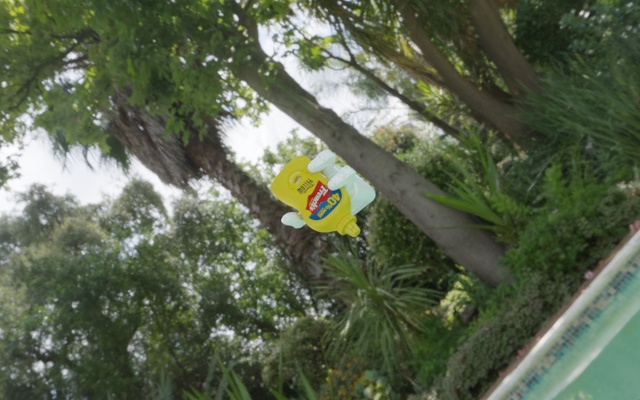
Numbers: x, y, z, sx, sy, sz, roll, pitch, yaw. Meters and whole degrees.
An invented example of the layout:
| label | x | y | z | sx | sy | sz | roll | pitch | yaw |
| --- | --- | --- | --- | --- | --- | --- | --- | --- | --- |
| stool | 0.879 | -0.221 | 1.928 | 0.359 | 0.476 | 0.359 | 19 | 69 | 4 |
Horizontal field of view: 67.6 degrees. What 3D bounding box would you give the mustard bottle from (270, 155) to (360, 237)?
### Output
| label | x | y | z | sx | sy | sz | roll | pitch | yaw |
| --- | --- | --- | --- | --- | --- | --- | --- | --- | --- |
| mustard bottle | 0.000 | 0.003 | 0.896 | 0.191 | 0.096 | 0.058 | 41 | -9 | 24 |
